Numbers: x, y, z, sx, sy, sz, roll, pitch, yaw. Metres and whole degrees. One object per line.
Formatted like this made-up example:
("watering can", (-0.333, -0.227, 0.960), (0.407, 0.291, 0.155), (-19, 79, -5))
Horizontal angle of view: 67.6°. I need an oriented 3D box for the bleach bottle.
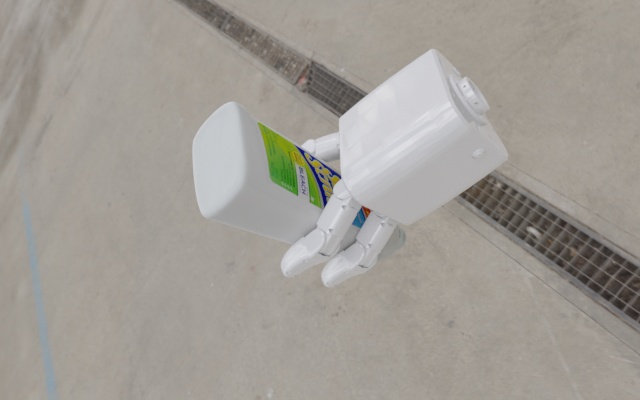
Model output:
("bleach bottle", (0.000, 0.002, 0.468), (0.068, 0.102, 0.251), (-36, -39, 29))
